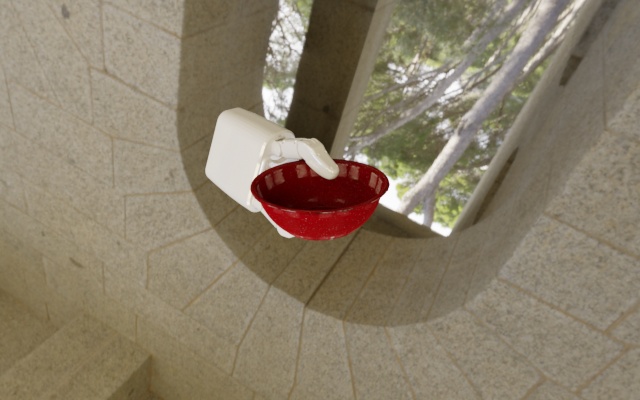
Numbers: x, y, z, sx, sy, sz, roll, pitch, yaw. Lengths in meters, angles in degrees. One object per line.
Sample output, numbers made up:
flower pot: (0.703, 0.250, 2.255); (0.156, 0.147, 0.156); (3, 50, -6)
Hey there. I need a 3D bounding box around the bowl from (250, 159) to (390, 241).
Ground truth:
bowl: (0.001, 0.003, 0.563); (0.162, 0.055, 0.162); (-2, 24, 1)
